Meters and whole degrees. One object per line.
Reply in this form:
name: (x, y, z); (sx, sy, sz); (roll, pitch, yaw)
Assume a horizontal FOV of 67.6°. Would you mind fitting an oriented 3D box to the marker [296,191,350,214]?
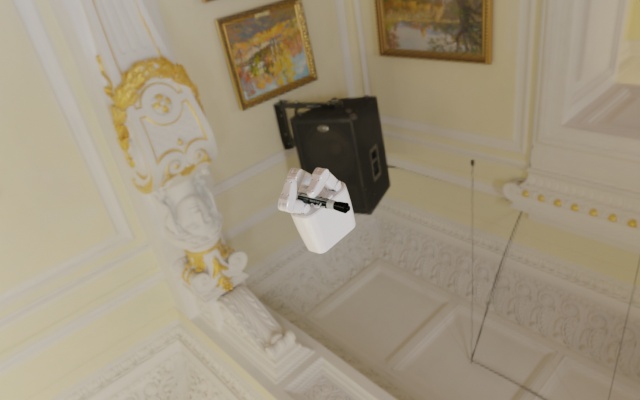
marker: (0.000, 0.003, 0.846); (0.121, 0.020, 0.020); (13, 7, 34)
